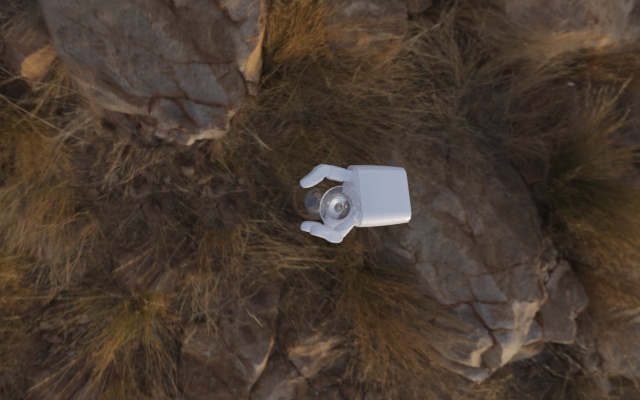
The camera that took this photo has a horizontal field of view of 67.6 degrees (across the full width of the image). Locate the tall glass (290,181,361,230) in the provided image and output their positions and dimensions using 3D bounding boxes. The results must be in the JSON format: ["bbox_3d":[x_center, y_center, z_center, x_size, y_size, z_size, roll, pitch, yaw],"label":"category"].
[{"bbox_3d":[0.000,0.003,0.884,0.079,0.079,0.201,0,6,-20],"label":"tall glass"}]
